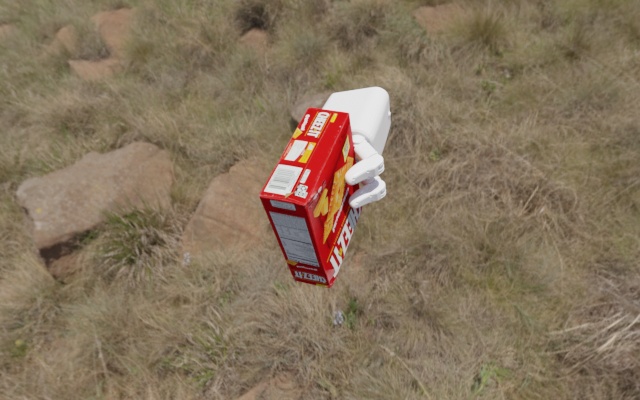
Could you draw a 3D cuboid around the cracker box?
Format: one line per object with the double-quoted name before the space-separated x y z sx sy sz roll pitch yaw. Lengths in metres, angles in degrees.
"cracker box" 0.000 0.002 0.687 0.072 0.164 0.214 11 -35 20
